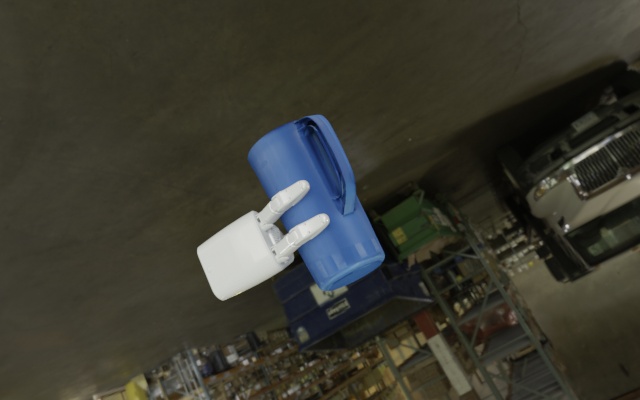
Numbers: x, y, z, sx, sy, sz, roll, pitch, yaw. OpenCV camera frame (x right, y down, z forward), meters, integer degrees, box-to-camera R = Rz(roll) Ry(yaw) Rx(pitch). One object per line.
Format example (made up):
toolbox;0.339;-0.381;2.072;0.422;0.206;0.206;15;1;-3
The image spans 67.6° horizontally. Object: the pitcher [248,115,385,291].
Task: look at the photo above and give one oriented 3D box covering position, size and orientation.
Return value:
pitcher;0.000;0.002;0.715;0.145;0.242;0.149;-30;-17;8
